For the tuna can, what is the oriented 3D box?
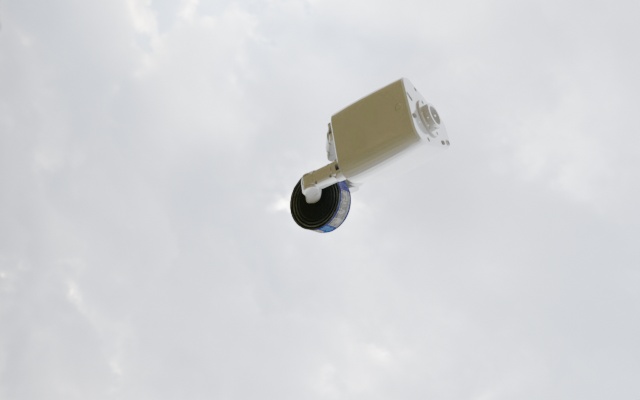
[{"bbox_3d":[0.000,0.002,0.670,0.086,0.086,0.034,0,-13,37],"label":"tuna can"}]
